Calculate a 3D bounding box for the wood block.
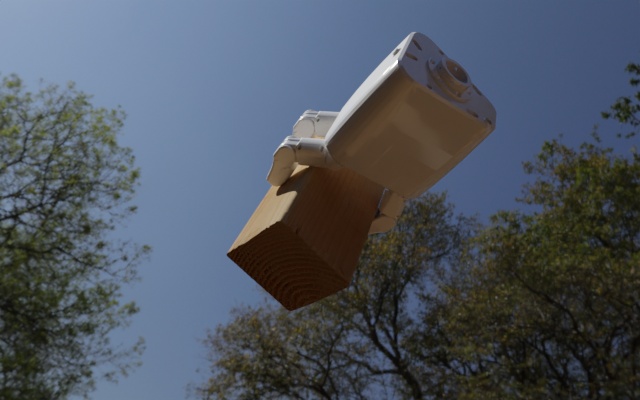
[{"bbox_3d":[0.001,0.002,0.510,0.090,0.091,0.206,-32,20,39],"label":"wood block"}]
